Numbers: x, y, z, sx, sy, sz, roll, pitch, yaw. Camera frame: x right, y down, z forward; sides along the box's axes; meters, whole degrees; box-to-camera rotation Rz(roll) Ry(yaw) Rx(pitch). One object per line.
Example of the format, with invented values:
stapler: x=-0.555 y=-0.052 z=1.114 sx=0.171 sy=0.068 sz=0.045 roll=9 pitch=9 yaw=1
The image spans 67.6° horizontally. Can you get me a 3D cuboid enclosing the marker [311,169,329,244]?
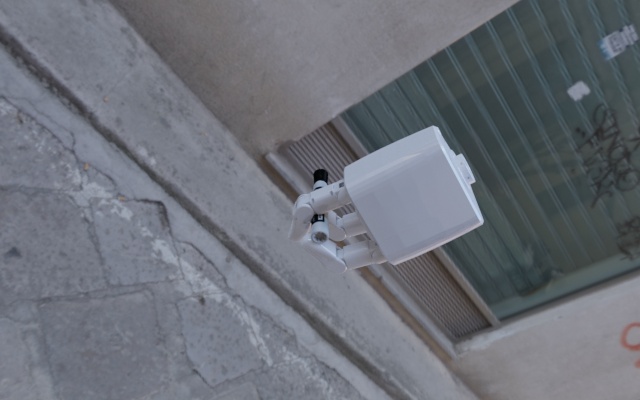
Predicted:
marker: x=0.000 y=0.002 z=0.547 sx=0.020 sy=0.020 sz=0.121 roll=0 pitch=38 yaw=1
